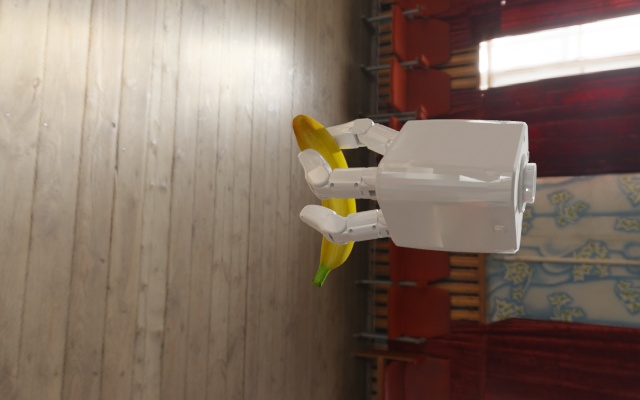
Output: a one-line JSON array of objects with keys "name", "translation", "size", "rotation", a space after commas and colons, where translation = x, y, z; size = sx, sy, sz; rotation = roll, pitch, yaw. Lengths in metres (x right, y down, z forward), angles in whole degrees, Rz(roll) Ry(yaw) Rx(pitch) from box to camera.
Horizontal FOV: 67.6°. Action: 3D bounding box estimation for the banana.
[{"name": "banana", "translation": [0.010, -0.003, 0.512], "size": [0.037, 0.198, 0.069], "rotation": [8, 29, 30]}]
